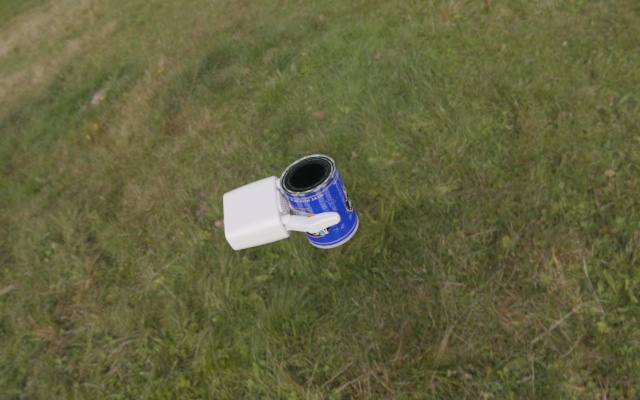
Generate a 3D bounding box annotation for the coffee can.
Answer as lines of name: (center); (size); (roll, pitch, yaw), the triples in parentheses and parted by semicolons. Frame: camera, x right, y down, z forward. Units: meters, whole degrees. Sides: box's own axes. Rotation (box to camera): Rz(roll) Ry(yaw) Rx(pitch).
coffee can: (0.000, 0.003, 0.860); (0.103, 0.102, 0.140); (0, -44, 28)
